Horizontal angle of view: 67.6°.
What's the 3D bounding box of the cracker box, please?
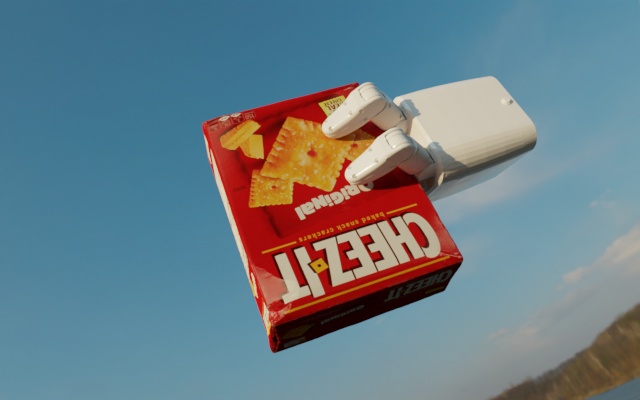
[{"bbox_3d":[0.000,0.001,0.432,0.164,0.213,0.072,-17,-32,-14],"label":"cracker box"}]
